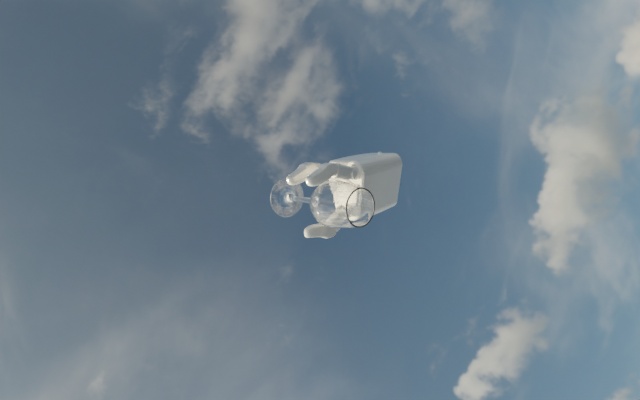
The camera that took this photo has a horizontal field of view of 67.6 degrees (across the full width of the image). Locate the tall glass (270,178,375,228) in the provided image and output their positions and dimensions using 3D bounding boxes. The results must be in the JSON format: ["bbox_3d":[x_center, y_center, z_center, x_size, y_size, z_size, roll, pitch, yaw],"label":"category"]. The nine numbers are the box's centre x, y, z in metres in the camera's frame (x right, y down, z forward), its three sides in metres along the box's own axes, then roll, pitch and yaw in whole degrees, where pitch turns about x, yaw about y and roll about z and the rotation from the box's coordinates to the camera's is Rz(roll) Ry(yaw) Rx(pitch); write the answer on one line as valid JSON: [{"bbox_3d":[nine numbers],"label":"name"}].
[{"bbox_3d":[0.000,0.003,0.808,0.079,0.079,0.201,0,5,-39],"label":"tall glass"}]
